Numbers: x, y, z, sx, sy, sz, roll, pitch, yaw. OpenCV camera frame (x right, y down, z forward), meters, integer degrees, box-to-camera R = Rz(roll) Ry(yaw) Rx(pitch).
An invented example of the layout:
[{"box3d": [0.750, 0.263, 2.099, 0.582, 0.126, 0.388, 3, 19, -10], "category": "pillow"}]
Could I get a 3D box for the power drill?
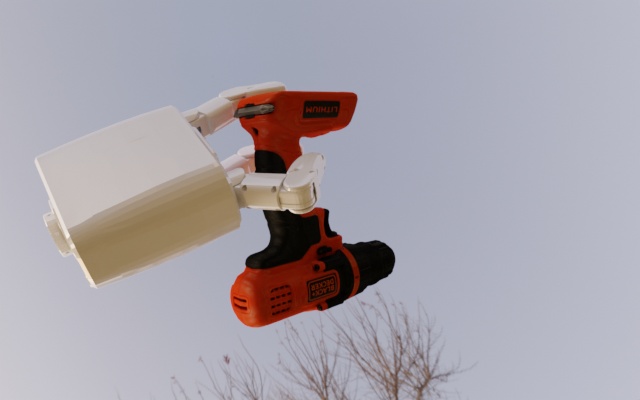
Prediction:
[{"box3d": [0.000, 0.001, 0.419, 0.057, 0.187, 0.184, 0, 7, 44], "category": "power drill"}]
